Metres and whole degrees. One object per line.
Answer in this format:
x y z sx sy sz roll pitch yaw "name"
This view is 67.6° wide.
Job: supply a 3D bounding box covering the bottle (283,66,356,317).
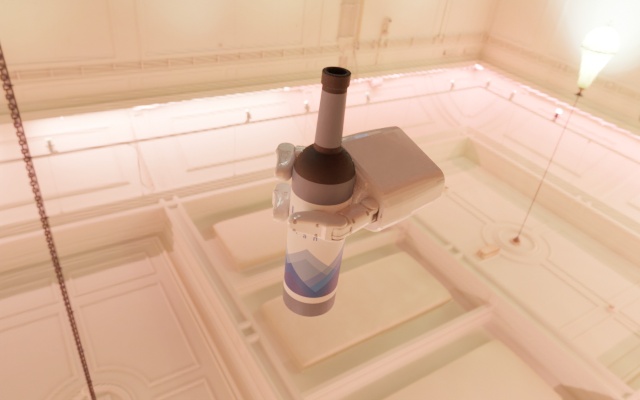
0.000 0.002 0.522 0.069 0.296 0.069 5 34 -3 "bottle"
